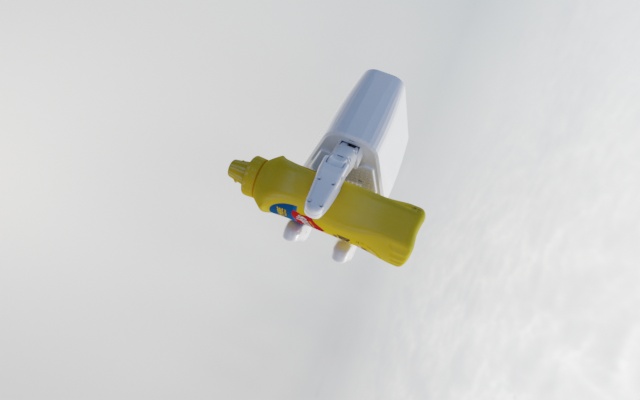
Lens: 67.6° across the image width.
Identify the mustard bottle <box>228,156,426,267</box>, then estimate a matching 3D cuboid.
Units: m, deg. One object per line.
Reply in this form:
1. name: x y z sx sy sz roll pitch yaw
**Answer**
1. mustard bottle: 0.000 0.002 0.459 0.191 0.058 0.096 22 -7 8
